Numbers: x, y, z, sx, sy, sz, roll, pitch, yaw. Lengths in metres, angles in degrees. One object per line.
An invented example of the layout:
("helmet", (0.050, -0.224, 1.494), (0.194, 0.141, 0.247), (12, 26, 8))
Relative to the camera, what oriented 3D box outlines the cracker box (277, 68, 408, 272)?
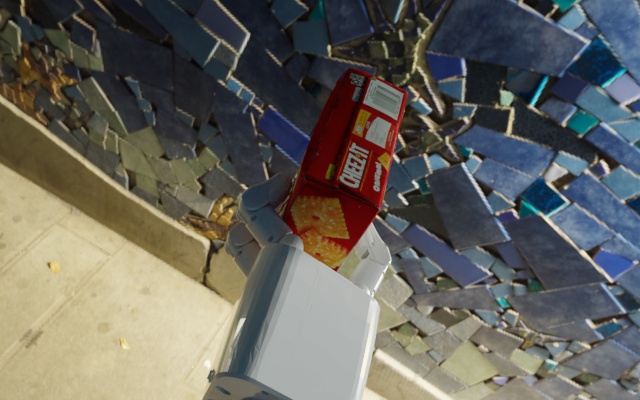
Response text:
("cracker box", (0.000, 0.002, 0.474), (0.072, 0.164, 0.214), (24, -43, -5))
